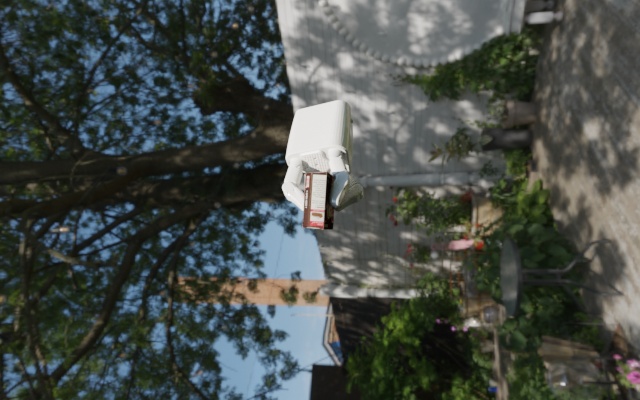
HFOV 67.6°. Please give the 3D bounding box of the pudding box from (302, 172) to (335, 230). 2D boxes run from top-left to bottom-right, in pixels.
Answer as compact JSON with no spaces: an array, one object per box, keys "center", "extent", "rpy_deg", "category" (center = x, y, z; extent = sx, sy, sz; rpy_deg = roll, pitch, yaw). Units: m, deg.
[{"center":[0.000,0.002,0.782],"extent":[0.039,0.090,0.113],"rpy_deg":[2,-3,11],"category":"pudding box"}]
